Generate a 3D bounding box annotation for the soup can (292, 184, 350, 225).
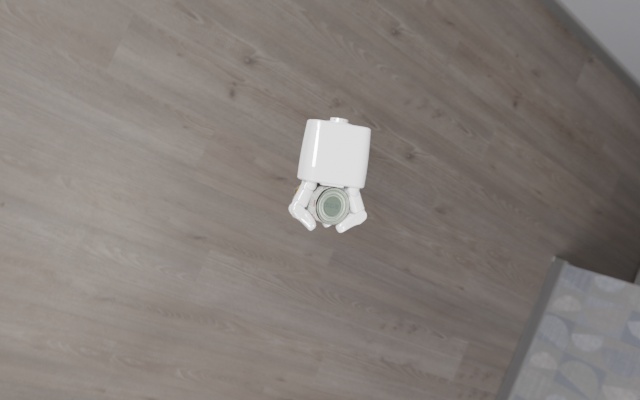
[{"bbox_3d":[0.000,0.003,0.865,0.068,0.068,0.102,0,8,-27],"label":"soup can"}]
